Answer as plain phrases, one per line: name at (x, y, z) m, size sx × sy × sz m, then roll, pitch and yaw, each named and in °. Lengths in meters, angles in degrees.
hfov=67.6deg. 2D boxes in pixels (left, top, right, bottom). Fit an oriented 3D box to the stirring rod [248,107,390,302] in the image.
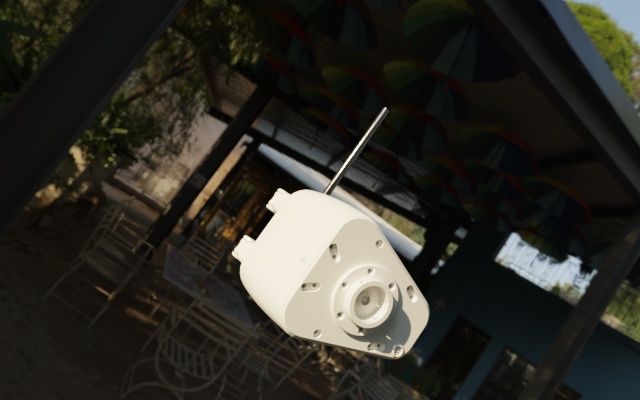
stirring rod at (0.000, 0.002, 0.490) m, size 0.011 × 0.239 × 0.011 m, roll 35°, pitch -6°, yaw 4°
